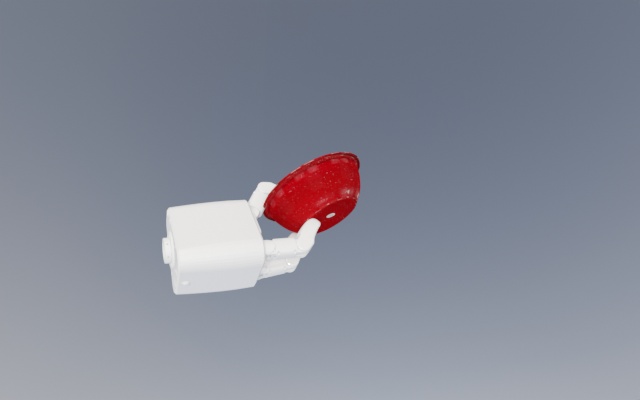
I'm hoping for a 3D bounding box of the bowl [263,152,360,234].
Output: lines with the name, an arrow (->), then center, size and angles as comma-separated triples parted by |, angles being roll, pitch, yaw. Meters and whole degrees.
bowl -> 0.001, 0.002, 0.694 | 0.162, 0.055, 0.162 | -27, -23, -12
